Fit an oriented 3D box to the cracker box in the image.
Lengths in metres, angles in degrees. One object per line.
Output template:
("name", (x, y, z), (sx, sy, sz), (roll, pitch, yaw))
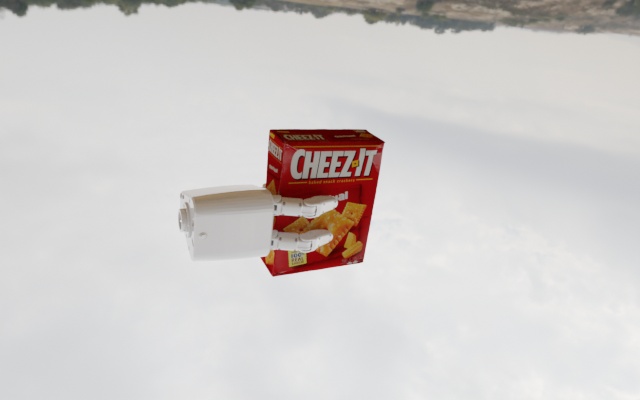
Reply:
("cracker box", (0.000, 0.002, 0.732), (0.164, 0.214, 0.072), (-4, 26, -25))
